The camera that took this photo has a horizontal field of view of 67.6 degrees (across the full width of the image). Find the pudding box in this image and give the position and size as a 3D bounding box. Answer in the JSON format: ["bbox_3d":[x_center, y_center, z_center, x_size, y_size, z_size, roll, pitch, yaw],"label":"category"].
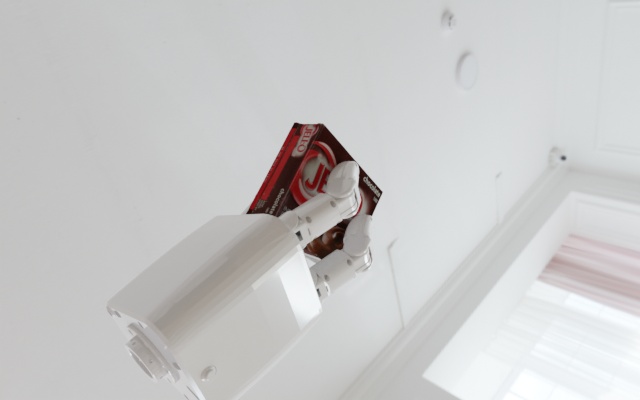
[{"bbox_3d":[0.000,0.001,0.408,0.039,0.090,0.113,14,-20,39],"label":"pudding box"}]
